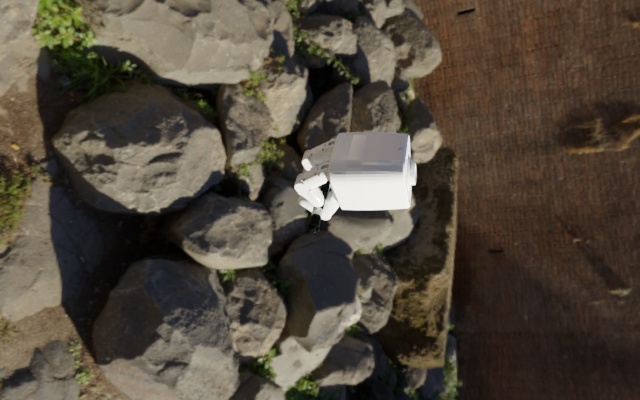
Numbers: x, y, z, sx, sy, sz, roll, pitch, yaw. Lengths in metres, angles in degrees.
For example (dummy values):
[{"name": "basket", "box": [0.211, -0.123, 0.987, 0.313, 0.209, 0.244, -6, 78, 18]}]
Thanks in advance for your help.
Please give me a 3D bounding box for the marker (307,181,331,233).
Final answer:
[{"name": "marker", "box": [0.000, 0.002, 0.752, 0.020, 0.121, 0.020, 8, -43, 8]}]
